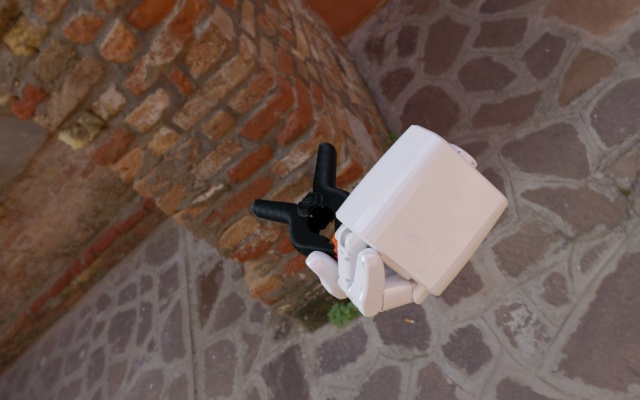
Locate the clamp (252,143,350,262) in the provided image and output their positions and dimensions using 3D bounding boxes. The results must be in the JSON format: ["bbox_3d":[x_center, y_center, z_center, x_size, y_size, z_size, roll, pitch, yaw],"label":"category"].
[{"bbox_3d":[0.000,0.001,0.507,0.039,0.120,0.171,40,0,-40],"label":"clamp"}]
